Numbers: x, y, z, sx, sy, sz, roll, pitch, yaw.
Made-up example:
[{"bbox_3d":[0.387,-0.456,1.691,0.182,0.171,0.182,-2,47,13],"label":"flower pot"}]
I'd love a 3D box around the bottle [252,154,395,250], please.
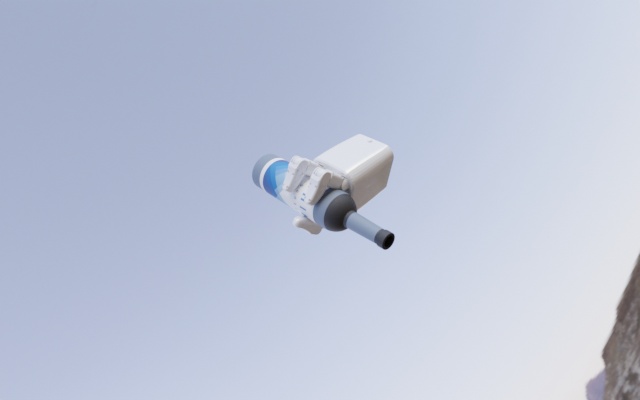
[{"bbox_3d":[0.000,0.003,0.778,0.069,0.069,0.295,0,23,-46],"label":"bottle"}]
